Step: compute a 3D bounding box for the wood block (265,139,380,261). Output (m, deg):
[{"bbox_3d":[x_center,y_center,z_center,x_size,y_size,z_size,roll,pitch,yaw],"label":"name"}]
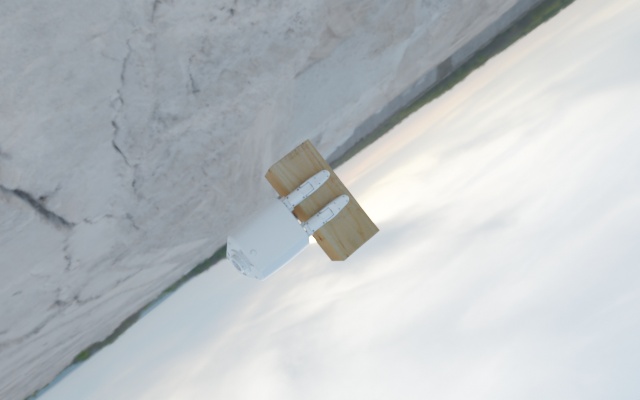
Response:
[{"bbox_3d":[0.000,0.003,0.872,0.090,0.206,0.091,-39,3,-15],"label":"wood block"}]
